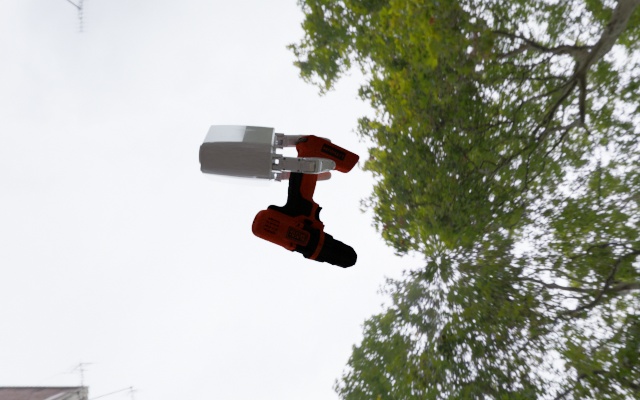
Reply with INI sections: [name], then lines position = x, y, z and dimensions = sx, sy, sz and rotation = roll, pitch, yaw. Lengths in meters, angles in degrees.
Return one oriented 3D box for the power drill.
[power drill]
position = 0.000, 0.002, 0.770
dimensions = 0.184, 0.187, 0.057
rotation = 23, -13, -20
